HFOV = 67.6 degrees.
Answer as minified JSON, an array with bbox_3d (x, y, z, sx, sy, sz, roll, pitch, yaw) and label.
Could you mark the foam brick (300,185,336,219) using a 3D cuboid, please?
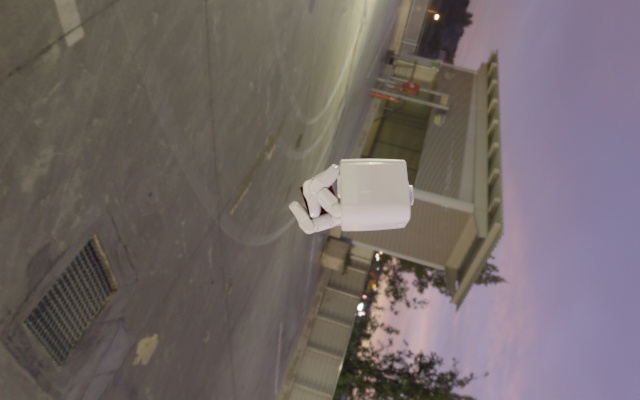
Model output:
[{"bbox_3d":[0.000,0.003,0.817,0.051,0.053,0.078,-19,-14,-1],"label":"foam brick"}]
